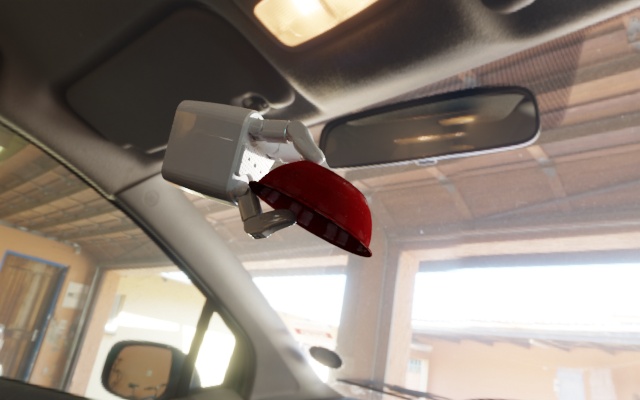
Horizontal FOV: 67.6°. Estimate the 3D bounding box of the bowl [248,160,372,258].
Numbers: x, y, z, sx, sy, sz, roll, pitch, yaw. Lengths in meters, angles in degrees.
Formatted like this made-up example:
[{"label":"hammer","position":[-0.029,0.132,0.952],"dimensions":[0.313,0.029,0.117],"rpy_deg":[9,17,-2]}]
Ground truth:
[{"label":"bowl","position":[0.001,0.002,0.546],"dimensions":[0.162,0.055,0.162],"rpy_deg":[30,-11,6]}]
